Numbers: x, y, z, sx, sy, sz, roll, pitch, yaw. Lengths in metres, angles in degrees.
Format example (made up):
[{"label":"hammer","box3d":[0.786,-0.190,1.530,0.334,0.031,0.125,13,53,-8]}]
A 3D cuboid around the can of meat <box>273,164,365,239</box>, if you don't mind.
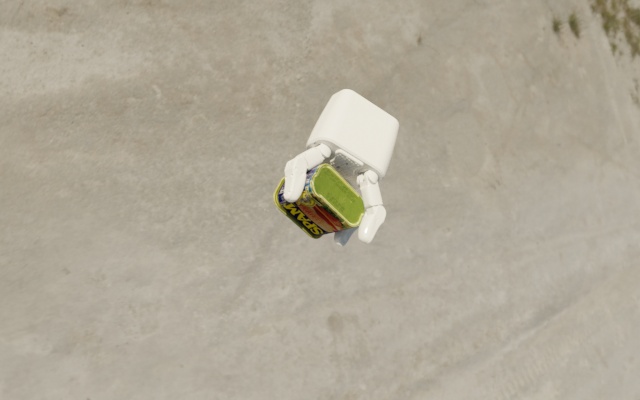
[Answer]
[{"label":"can of meat","box3d":[0.000,0.002,0.661,0.102,0.057,0.084,43,-37,-24]}]
